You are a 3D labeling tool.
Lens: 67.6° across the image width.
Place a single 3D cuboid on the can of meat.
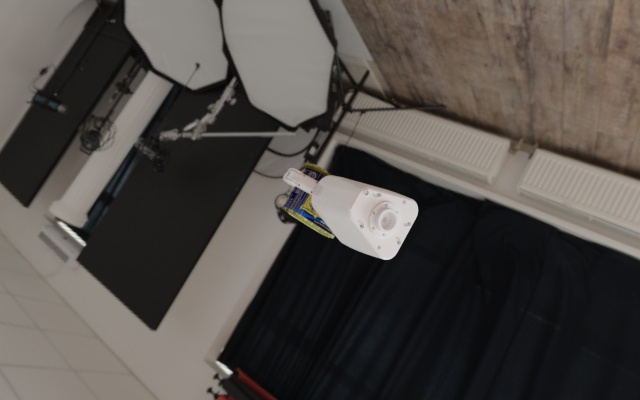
[{"bbox_3d":[0.000,0.003,0.763,0.102,0.084,0.057,34,-7,-31],"label":"can of meat"}]
